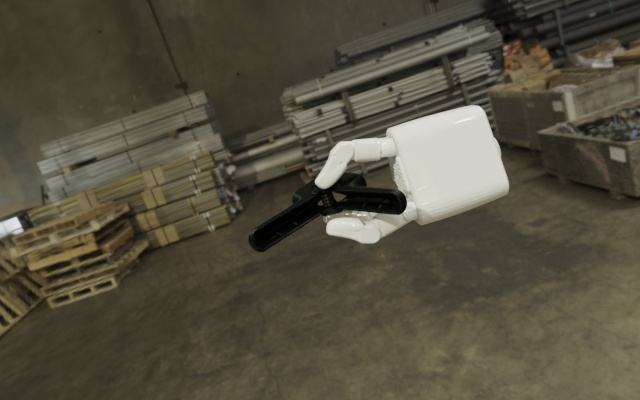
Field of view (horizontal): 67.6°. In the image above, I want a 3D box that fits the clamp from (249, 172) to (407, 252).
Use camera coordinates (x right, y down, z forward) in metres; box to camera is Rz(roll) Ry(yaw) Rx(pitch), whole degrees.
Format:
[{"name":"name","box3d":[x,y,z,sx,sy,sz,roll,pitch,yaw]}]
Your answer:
[{"name":"clamp","box3d":[0.000,0.001,0.563,0.164,0.036,0.210,-16,14,0]}]
